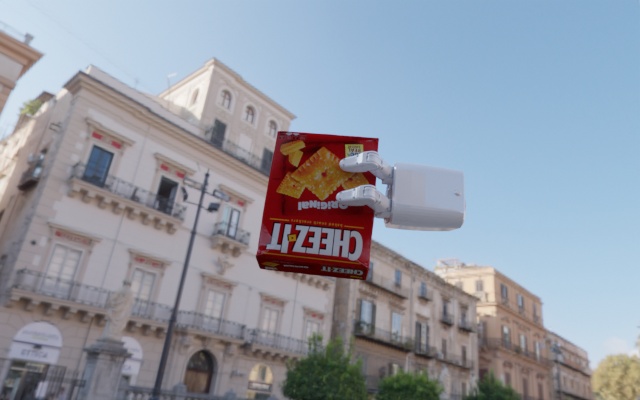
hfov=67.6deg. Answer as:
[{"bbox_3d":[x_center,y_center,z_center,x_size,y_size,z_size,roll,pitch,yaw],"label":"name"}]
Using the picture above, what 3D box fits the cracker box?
[{"bbox_3d":[0.000,0.002,0.729,0.164,0.213,0.072,6,-24,4],"label":"cracker box"}]
